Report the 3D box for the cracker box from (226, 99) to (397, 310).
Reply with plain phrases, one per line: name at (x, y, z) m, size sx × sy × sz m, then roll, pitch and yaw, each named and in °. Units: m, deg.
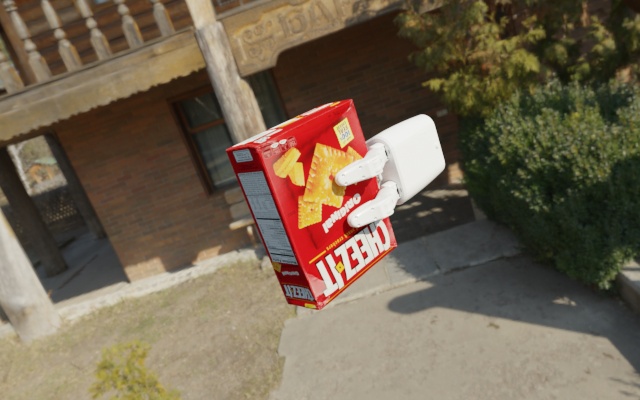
cracker box at (0.000, 0.002, 0.601) m, size 0.164 × 0.214 × 0.072 m, roll -32°, pitch 20°, yaw -37°
